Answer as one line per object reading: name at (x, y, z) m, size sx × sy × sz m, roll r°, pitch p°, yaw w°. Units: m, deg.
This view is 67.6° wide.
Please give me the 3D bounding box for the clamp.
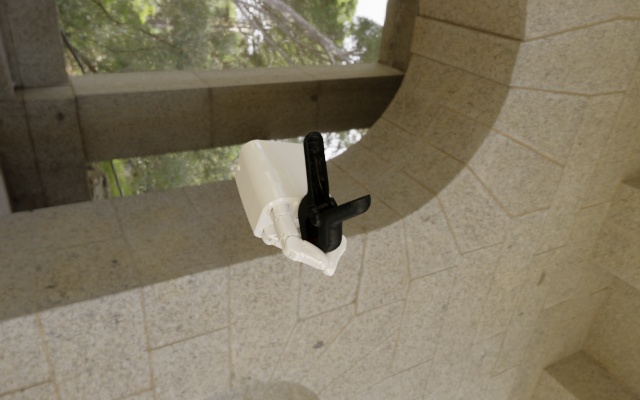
clamp at (0.001, 0.002, 0.587) m, size 0.039 × 0.120 × 0.172 m, roll -11°, pitch -29°, yaw -27°
